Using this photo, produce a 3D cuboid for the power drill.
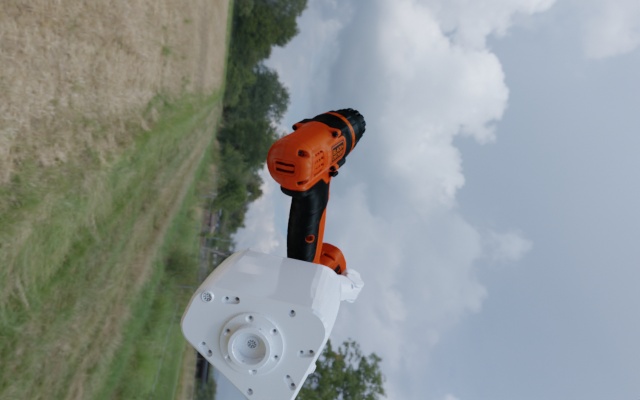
[{"bbox_3d":[0.000,0.002,0.508,0.057,0.188,0.184,11,24,22],"label":"power drill"}]
